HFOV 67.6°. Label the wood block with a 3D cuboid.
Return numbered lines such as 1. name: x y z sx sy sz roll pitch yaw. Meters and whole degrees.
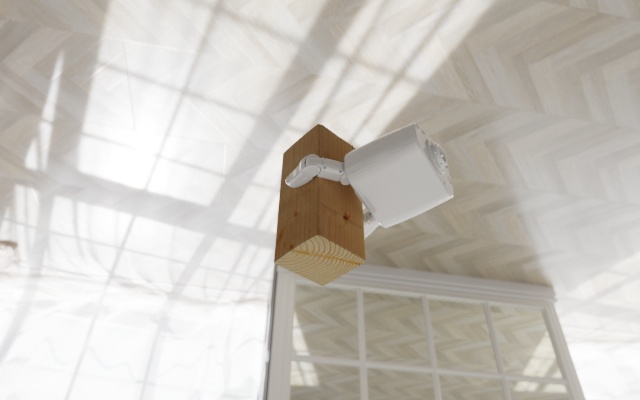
1. wood block: 0.000 0.002 0.690 0.091 0.206 0.090 31 -49 -30
